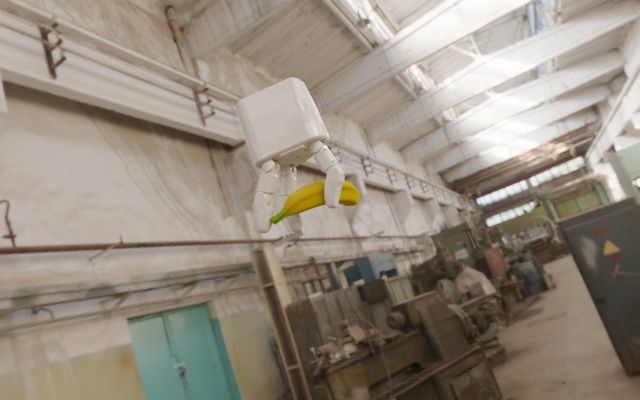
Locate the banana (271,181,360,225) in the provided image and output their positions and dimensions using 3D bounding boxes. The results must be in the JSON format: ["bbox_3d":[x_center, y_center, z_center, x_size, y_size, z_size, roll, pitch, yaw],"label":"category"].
[{"bbox_3d":[0.009,-0.006,0.747,0.198,0.037,0.070,-10,-20,-46],"label":"banana"}]
